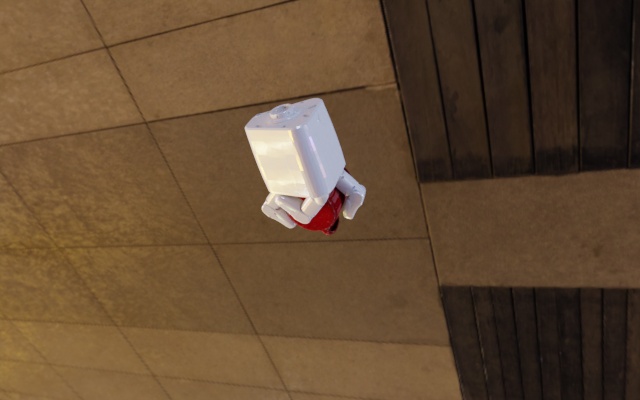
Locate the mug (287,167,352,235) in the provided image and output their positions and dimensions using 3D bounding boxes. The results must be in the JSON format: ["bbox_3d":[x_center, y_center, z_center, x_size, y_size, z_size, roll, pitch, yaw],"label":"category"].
[{"bbox_3d":[0.000,0.004,0.743,0.093,0.117,0.081,-6,34,25],"label":"mug"}]
